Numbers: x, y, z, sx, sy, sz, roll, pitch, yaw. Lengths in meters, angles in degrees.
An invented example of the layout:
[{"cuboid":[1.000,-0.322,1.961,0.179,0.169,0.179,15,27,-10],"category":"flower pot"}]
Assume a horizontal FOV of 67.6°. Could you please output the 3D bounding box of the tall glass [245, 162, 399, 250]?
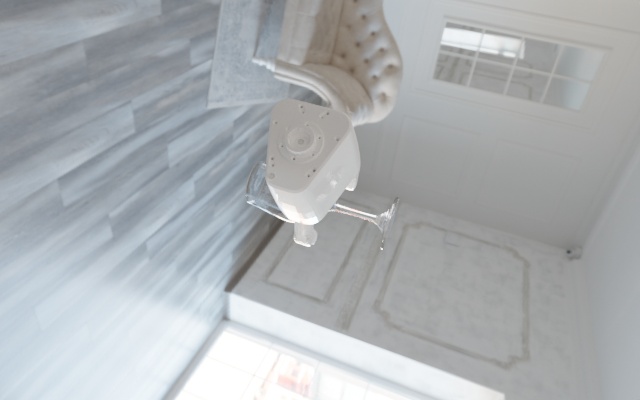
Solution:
[{"cuboid":[0.001,0.002,0.654,0.201,0.079,0.079,17,4,13],"category":"tall glass"}]
